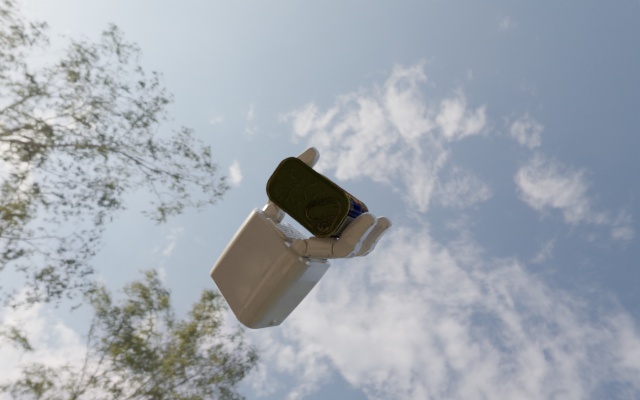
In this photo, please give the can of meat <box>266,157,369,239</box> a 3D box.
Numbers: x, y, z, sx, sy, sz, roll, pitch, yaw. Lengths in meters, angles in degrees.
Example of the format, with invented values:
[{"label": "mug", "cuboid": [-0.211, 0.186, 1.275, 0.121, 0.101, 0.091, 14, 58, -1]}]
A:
[{"label": "can of meat", "cuboid": [0.000, 0.002, 0.556, 0.102, 0.057, 0.084, 37, 6, 24]}]
